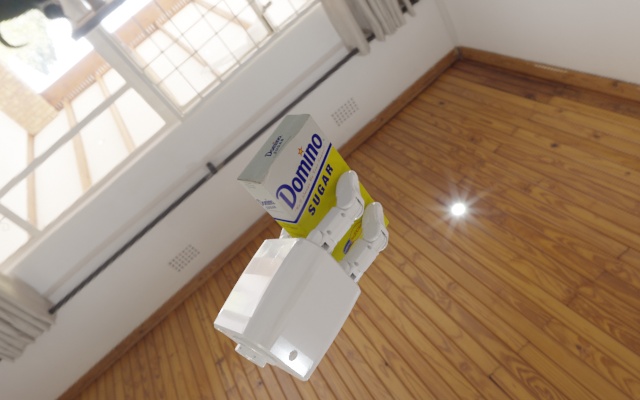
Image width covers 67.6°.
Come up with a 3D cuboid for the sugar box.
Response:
[{"bbox_3d":[0.000,0.002,0.516,0.048,0.093,0.176,10,-32,46],"label":"sugar box"}]
